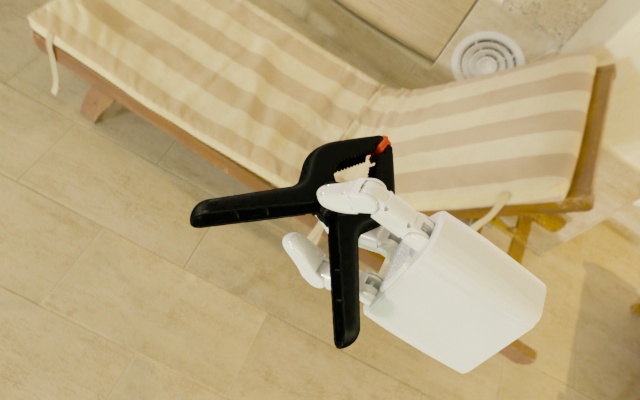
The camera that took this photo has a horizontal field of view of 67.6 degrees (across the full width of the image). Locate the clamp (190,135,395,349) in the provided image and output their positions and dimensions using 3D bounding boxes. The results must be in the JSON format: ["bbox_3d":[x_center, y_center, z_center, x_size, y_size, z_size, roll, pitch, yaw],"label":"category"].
[{"bbox_3d":[0.001,0.001,0.428,0.164,0.210,0.036,35,-36,-2],"label":"clamp"}]
